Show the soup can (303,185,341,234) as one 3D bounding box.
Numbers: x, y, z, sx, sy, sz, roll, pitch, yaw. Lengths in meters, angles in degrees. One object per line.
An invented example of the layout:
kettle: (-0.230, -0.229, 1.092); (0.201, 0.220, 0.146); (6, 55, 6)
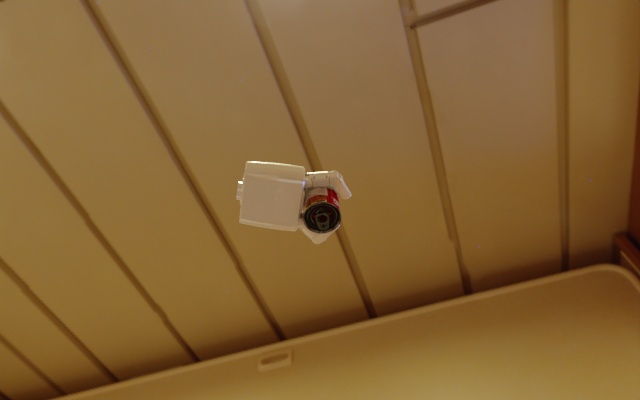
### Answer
soup can: (0.001, 0.003, 0.875); (0.068, 0.069, 0.102); (0, 35, -4)
